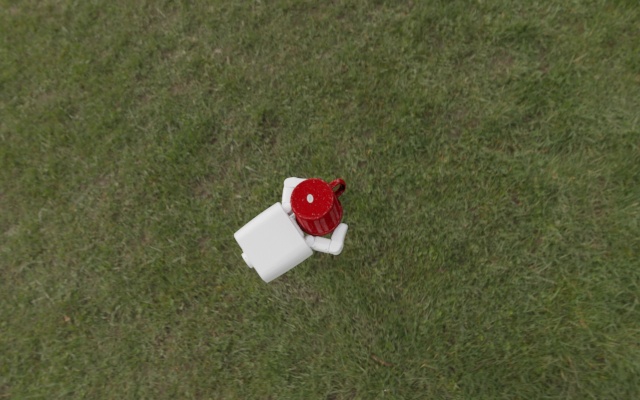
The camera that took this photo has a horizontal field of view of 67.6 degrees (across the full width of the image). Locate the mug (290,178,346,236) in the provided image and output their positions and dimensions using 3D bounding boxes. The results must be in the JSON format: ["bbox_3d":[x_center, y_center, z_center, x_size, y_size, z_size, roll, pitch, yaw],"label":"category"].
[{"bbox_3d":[0.001,0.002,0.876,0.117,0.093,0.081,-38,-22,-6],"label":"mug"}]
